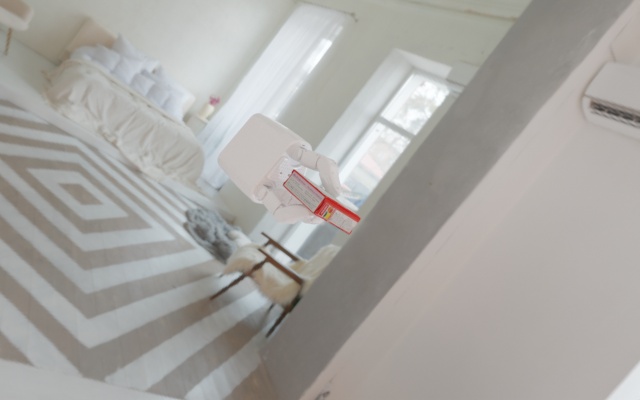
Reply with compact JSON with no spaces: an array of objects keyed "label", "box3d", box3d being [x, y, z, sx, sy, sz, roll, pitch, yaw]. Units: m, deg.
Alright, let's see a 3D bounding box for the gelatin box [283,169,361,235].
[{"label":"gelatin box","box3d":[0.001,0.002,0.627,0.073,0.030,0.089,32,5,-42]}]
